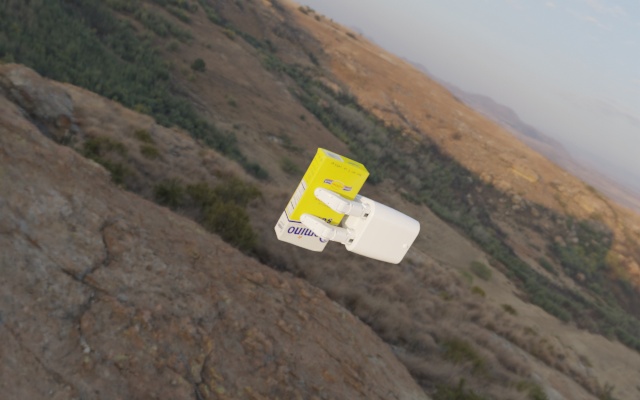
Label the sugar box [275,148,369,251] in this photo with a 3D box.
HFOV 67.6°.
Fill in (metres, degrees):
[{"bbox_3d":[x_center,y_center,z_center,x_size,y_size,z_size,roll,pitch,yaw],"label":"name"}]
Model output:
[{"bbox_3d":[0.000,0.003,0.840,0.093,0.176,0.048,19,20,-25],"label":"sugar box"}]
